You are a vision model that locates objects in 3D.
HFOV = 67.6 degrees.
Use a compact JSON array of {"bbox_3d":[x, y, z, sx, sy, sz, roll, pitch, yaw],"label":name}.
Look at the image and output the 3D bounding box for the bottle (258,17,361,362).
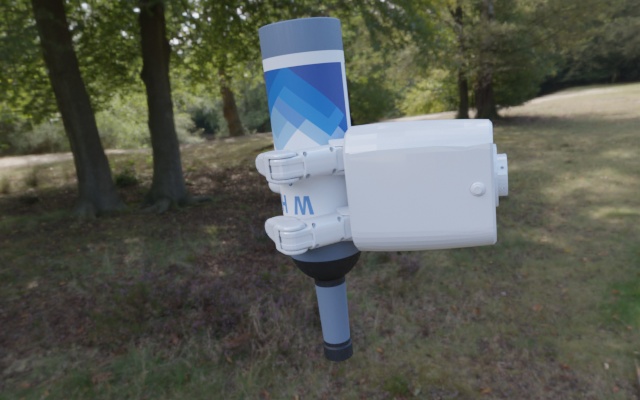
[{"bbox_3d":[0.000,0.001,0.417,0.069,0.296,0.069,-7,12,1],"label":"bottle"}]
